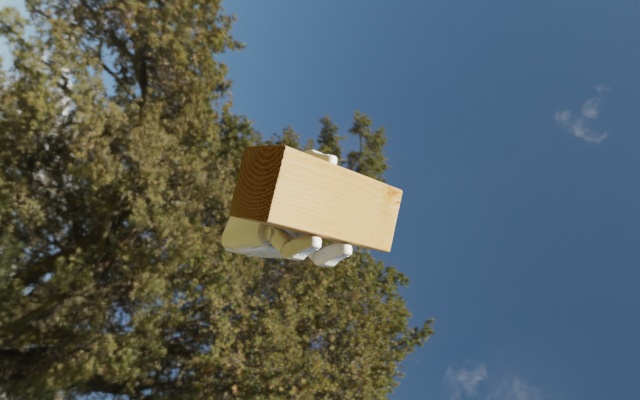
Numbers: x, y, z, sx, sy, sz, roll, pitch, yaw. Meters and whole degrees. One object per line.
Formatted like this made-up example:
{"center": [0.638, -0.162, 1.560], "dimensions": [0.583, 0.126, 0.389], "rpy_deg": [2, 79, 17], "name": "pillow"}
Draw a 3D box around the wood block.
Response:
{"center": [0.000, 0.002, 0.621], "dimensions": [0.206, 0.091, 0.090], "rpy_deg": [17, -7, -39], "name": "wood block"}
